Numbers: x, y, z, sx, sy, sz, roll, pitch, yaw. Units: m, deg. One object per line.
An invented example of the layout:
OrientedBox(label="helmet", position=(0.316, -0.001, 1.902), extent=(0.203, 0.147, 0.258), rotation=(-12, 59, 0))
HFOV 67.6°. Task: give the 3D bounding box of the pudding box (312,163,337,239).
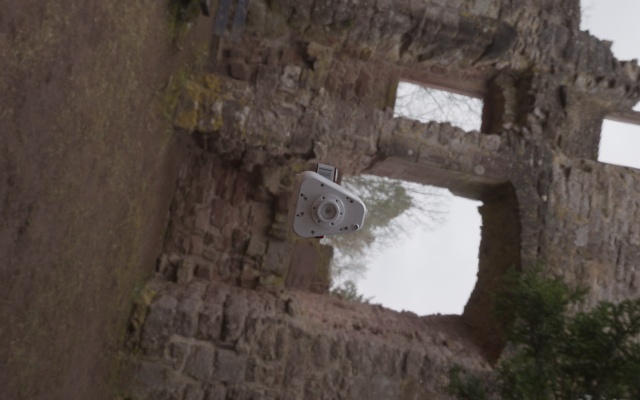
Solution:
OrientedBox(label="pudding box", position=(0.000, 0.003, 0.863), extent=(0.039, 0.113, 0.090), rotation=(11, -23, -3))
